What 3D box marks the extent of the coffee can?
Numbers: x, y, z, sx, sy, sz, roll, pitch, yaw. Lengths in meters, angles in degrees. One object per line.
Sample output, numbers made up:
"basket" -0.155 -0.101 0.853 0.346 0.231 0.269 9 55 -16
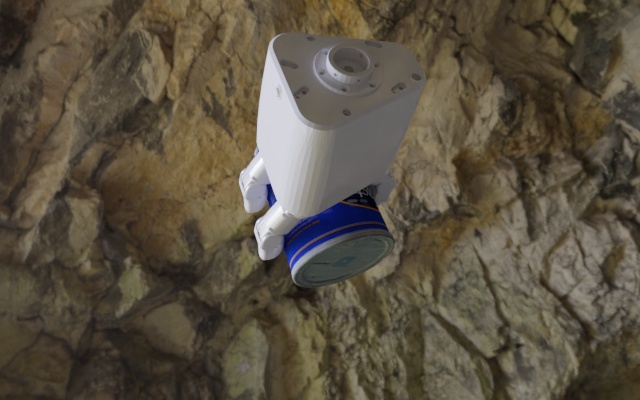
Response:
"coffee can" 0.000 0.002 0.481 0.103 0.140 0.103 -17 -28 -9
